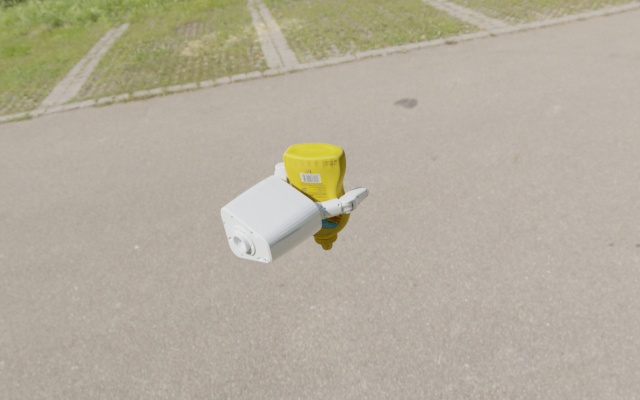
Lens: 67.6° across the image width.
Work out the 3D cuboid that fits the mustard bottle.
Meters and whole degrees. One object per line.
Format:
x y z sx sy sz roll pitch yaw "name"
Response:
0.000 0.002 0.783 0.096 0.192 0.058 4 34 19 "mustard bottle"
